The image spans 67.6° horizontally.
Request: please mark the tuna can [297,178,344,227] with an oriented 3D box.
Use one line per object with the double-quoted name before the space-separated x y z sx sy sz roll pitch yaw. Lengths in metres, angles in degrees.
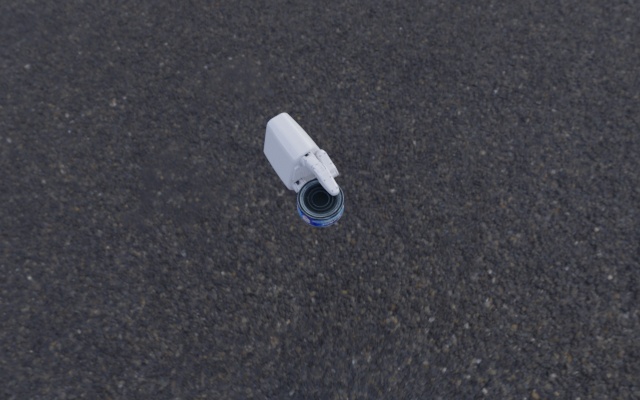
"tuna can" 0.000 0.003 0.859 0.086 0.086 0.034 0 -26 0
